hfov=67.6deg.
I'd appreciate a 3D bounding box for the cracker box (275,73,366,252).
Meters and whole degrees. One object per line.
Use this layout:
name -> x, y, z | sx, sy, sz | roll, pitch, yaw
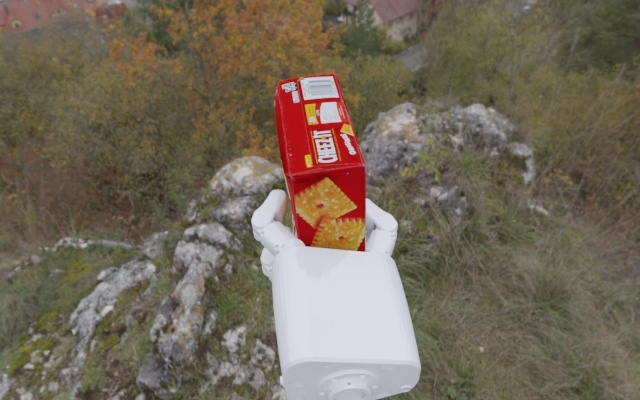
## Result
cracker box -> 0.000, 0.002, 0.505 | 0.072, 0.214, 0.164 | -7, 42, -4
